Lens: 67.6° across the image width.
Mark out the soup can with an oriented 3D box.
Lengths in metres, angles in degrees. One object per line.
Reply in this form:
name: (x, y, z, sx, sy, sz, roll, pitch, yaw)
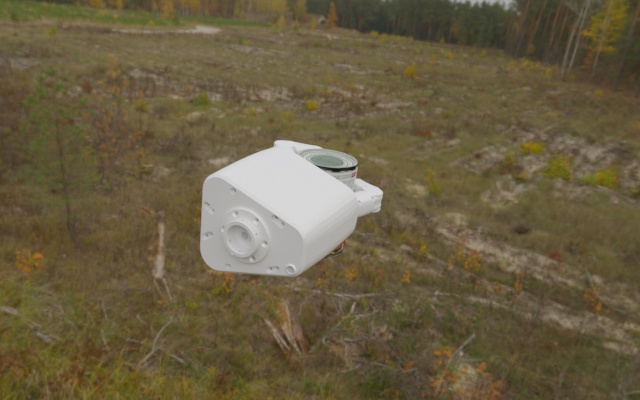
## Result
soup can: (0.000, 0.001, 0.518, 0.068, 0.102, 0.068, 7, 22, -3)
